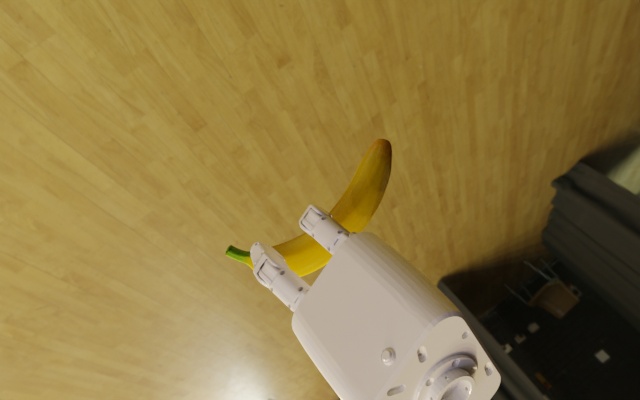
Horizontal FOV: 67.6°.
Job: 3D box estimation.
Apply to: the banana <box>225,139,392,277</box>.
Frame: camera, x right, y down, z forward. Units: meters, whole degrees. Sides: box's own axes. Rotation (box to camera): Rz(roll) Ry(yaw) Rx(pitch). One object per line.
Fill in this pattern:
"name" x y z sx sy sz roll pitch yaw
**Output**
"banana" 0.007 0.019 0.467 0.198 0.069 0.037 -36 13 -12
